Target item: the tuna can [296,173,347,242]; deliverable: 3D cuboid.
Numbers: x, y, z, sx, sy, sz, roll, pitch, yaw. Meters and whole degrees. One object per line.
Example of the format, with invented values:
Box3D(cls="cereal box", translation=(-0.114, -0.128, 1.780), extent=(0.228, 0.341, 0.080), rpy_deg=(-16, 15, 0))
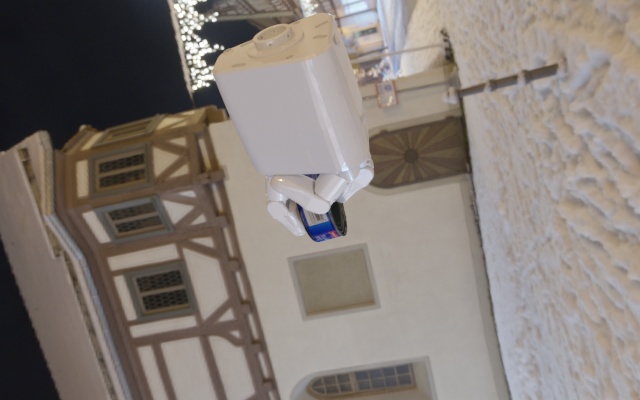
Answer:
Box3D(cls="tuna can", translation=(0.000, 0.002, 0.524), extent=(0.034, 0.086, 0.086), rpy_deg=(-16, -4, 12))
